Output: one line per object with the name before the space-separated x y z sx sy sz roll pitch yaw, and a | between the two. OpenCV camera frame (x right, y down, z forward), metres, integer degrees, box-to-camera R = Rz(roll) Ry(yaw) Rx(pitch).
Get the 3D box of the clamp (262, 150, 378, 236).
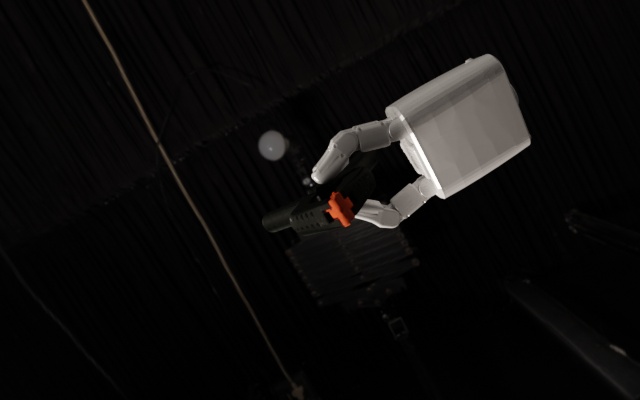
clamp | 0.001 0.002 0.505 0.164 0.036 0.210 -34 9 6
